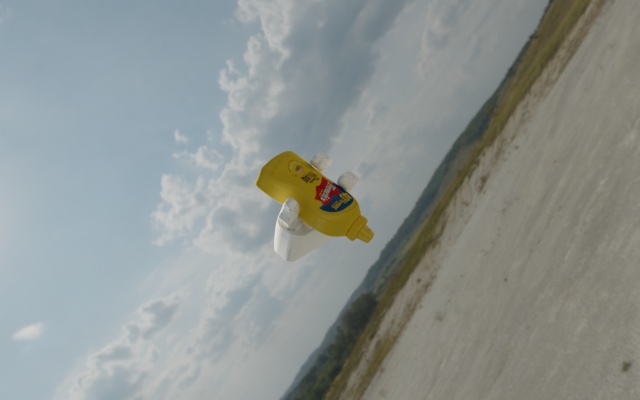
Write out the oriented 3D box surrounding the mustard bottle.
[{"bbox_3d":[0.000,0.002,0.731,0.191,0.058,0.096,37,34,11],"label":"mustard bottle"}]
